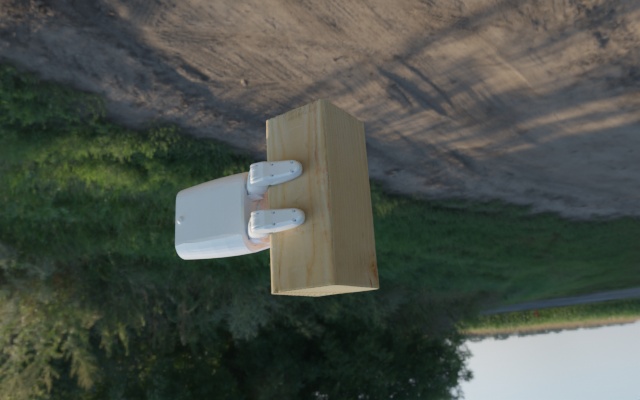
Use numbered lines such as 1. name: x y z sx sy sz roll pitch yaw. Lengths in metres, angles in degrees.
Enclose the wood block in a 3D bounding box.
1. wood block: 0.000 0.002 0.557 0.090 0.206 0.091 -14 -19 33
